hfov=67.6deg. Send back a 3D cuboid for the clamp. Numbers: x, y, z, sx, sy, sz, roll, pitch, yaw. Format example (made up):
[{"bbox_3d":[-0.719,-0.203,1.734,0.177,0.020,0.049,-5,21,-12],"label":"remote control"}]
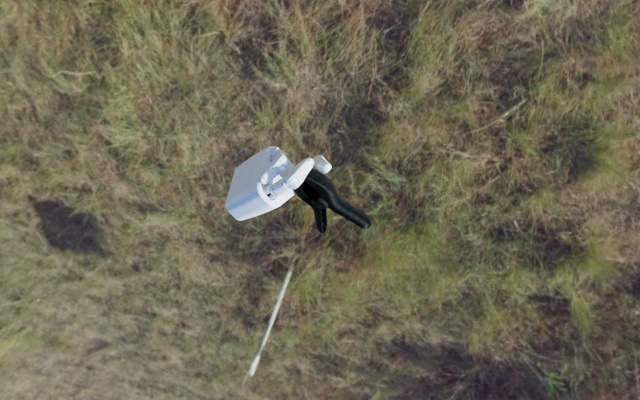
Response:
[{"bbox_3d":[0.000,0.003,0.865,0.120,0.039,0.171,-23,-60,41],"label":"clamp"}]
